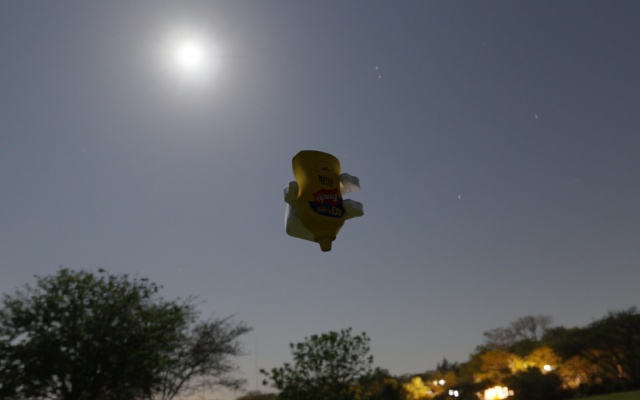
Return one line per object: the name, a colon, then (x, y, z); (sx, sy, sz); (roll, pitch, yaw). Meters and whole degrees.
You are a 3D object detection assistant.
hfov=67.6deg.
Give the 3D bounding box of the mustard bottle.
mustard bottle: (0.000, 0.003, 0.890); (0.096, 0.191, 0.058); (11, -29, -34)
